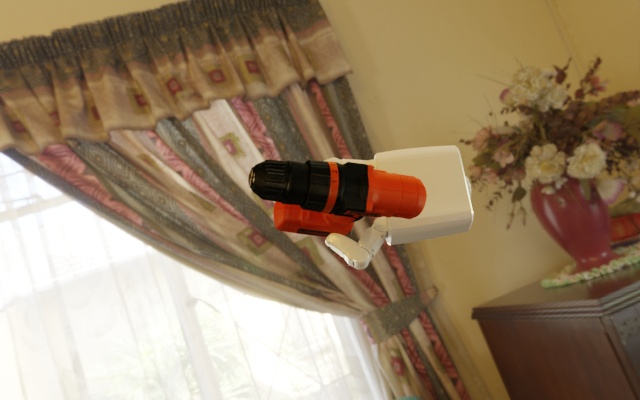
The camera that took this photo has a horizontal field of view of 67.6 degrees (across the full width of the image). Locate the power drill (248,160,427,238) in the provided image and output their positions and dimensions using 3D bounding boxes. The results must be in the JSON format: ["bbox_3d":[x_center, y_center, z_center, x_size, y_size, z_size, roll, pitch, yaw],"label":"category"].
[{"bbox_3d":[0.000,0.002,0.545,0.184,0.057,0.188,8,-11,-15],"label":"power drill"}]
